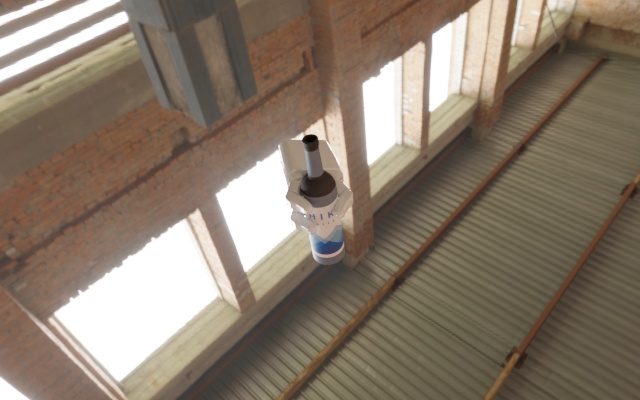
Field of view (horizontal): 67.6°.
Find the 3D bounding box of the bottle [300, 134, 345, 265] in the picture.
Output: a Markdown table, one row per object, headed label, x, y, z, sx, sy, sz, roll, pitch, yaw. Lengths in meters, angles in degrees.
| label | x | y | z | sx | sy | sz | roll | pitch | yaw |
| --- | --- | --- | --- | --- | --- | --- | --- | --- | --- |
| bottle | 0.000 | 0.003 | 0.884 | 0.069 | 0.296 | 0.069 | -5 | 44 | 5 |
